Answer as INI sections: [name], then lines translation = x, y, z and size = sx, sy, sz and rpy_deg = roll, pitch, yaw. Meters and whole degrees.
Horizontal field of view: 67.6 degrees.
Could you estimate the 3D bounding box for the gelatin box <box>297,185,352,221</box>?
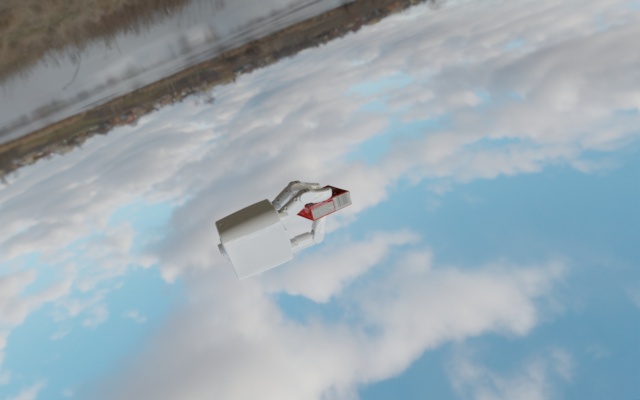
[gelatin box]
translation = 0.001, 0.003, 0.869
size = 0.089, 0.030, 0.073
rpy_deg = -23, 21, -25
